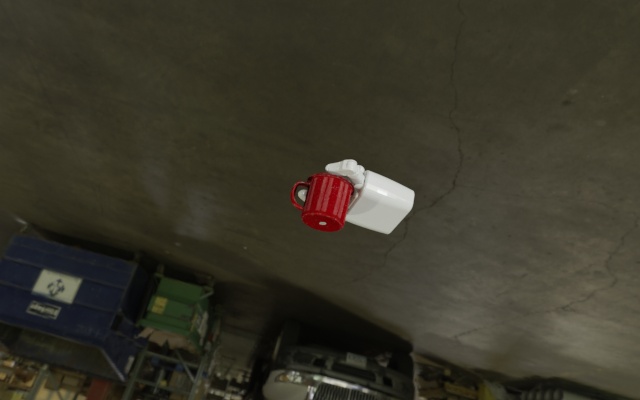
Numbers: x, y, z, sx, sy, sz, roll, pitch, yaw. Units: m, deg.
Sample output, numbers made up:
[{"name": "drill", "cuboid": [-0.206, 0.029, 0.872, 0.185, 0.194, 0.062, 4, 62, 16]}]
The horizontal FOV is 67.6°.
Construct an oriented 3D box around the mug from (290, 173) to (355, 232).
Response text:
[{"name": "mug", "cuboid": [-0.001, 0.003, 0.891, 0.117, 0.081, 0.093, 20, -26, -13]}]
